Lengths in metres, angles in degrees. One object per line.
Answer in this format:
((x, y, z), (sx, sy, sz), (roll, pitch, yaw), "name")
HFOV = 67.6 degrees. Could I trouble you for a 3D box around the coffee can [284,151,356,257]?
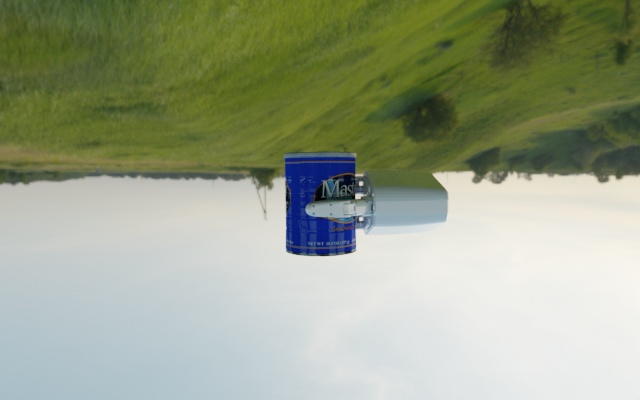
((0.000, 0.002, 0.683), (0.103, 0.140, 0.103), (-1, 4, 0), "coffee can")
